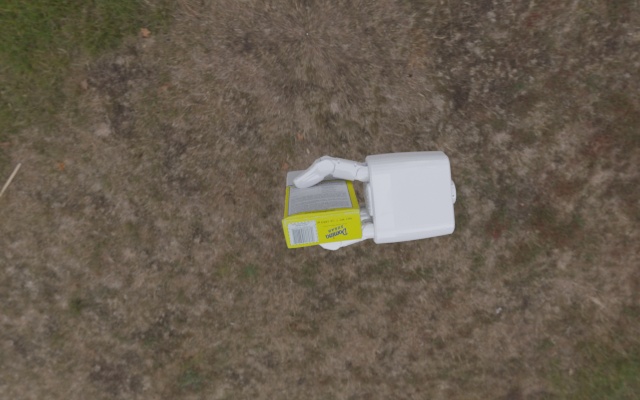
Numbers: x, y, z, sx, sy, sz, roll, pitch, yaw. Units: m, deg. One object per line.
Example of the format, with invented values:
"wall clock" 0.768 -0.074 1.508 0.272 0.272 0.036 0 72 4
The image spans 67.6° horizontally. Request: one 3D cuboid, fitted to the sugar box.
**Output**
"sugar box" 0.000 0.003 0.642 0.093 0.048 0.176 -7 19 1
